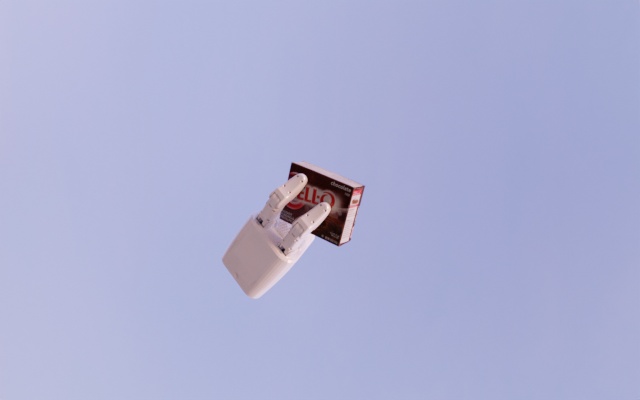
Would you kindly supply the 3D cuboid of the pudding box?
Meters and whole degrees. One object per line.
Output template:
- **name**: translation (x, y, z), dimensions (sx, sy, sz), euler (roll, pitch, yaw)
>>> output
- **pudding box**: translation (0.000, 0.002, 0.689), dimensions (0.113, 0.090, 0.039), euler (22, 20, 27)
